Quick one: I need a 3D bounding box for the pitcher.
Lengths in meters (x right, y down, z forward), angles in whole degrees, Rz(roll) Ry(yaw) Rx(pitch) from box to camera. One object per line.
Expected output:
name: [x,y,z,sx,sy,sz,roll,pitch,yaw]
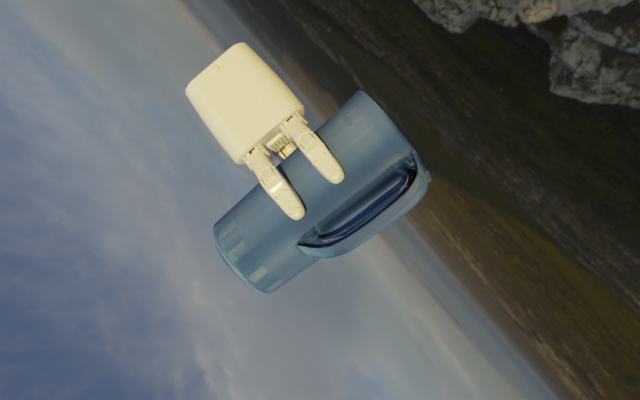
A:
pitcher: [0.000,0.002,0.549,0.243,0.145,0.149,-39,-9,4]
